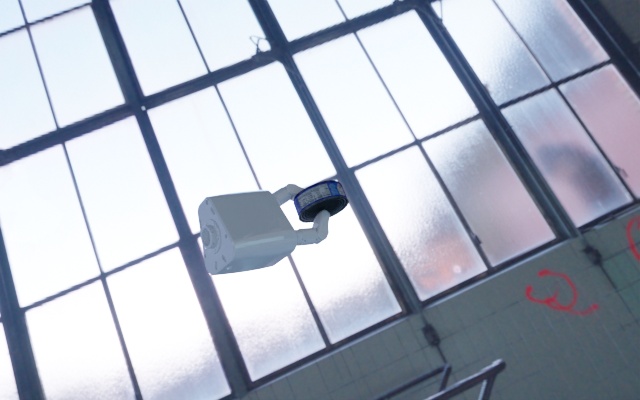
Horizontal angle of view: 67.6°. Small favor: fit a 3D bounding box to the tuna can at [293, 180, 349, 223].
[{"bbox_3d":[0.000,0.002,0.770,0.086,0.033,0.086,-18,-21,-7],"label":"tuna can"}]
